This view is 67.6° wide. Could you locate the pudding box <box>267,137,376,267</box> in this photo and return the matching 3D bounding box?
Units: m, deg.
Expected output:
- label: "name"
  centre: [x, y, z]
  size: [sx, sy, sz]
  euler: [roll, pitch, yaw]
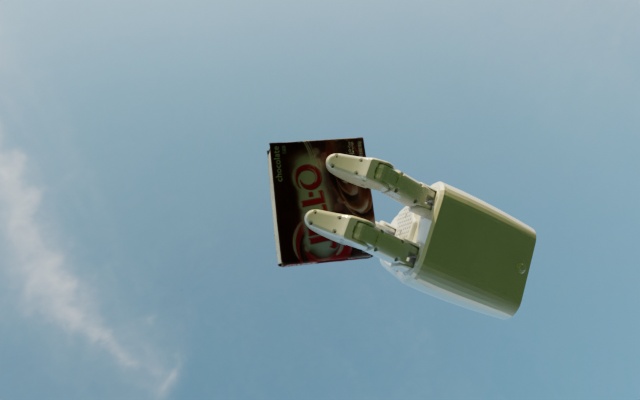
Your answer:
- label: "pudding box"
  centre: [0.000, 0.001, 0.442]
  size: [0.090, 0.113, 0.039]
  euler: [-5, -10, -14]
